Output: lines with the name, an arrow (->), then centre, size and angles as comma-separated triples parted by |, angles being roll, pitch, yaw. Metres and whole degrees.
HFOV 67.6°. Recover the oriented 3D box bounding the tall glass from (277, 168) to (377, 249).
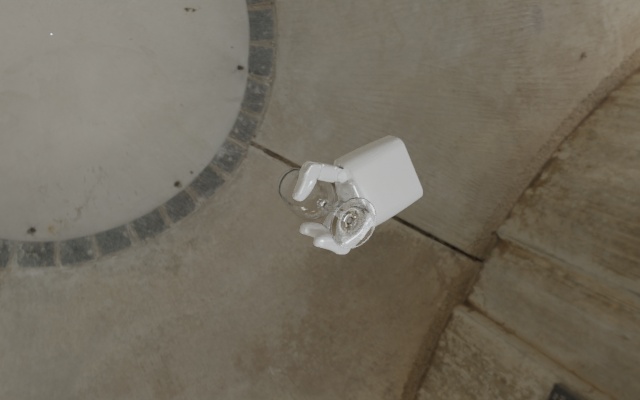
tall glass -> 0.000, 0.003, 0.735 | 0.079, 0.079, 0.201 | 0, 17, -29
